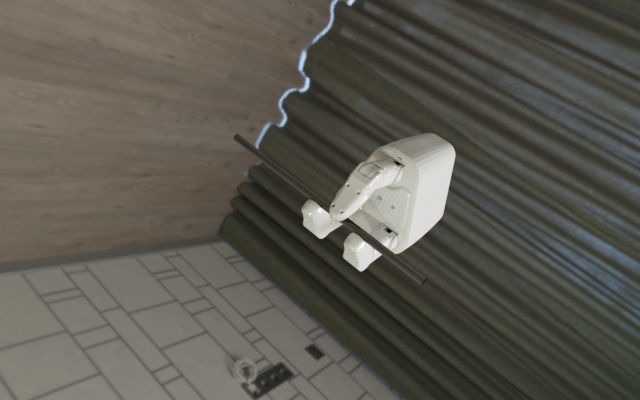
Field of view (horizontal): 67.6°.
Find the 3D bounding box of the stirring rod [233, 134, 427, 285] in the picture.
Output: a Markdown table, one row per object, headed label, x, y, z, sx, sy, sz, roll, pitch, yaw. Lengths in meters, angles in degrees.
| label | x | y | z | sx | sy | sz | roll | pitch | yaw |
| --- | --- | --- | --- | --- | --- | --- | --- | --- | --- |
| stirring rod | 0.000 | 0.001 | 0.452 | 0.239 | 0.011 | 0.011 | 37 | 16 | 23 |
